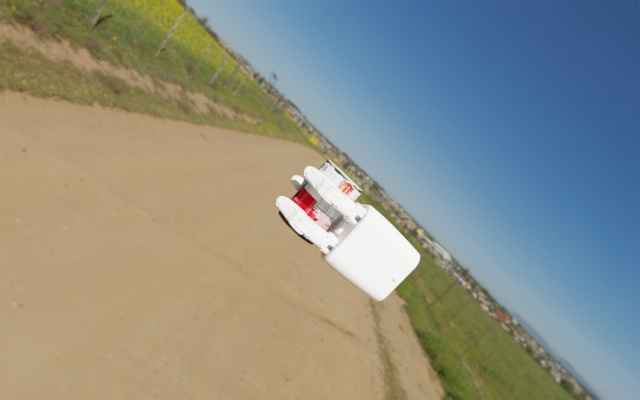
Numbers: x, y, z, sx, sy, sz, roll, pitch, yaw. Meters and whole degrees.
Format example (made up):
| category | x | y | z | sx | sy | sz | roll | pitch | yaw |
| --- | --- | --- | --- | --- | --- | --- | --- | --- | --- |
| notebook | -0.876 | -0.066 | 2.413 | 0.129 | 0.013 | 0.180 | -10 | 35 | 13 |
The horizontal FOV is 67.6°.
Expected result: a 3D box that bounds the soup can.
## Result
| category | x | y | z | sx | sy | sz | roll | pitch | yaw |
| --- | --- | --- | --- | --- | --- | --- | --- | --- | --- |
| soup can | 0.000 | 0.002 | 0.666 | 0.068 | 0.102 | 0.068 | 43 | 6 | -6 |
